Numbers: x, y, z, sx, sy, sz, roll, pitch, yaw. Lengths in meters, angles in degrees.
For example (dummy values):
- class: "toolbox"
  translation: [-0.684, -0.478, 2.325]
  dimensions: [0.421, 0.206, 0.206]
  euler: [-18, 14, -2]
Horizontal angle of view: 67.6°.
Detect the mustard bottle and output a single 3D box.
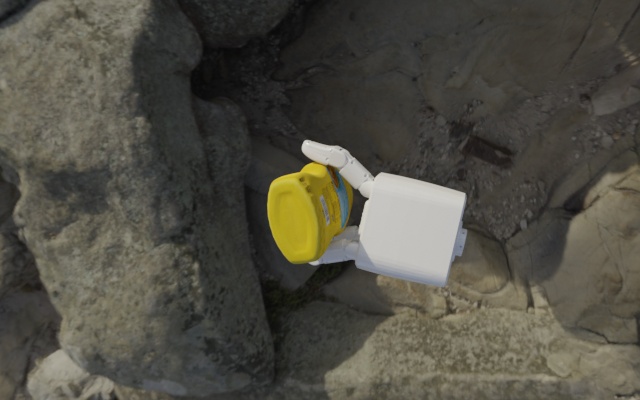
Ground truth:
- class: "mustard bottle"
  translation: [0.000, 0.002, 0.586]
  dimensions: [0.058, 0.096, 0.191]
  euler: [-12, 9, 21]
